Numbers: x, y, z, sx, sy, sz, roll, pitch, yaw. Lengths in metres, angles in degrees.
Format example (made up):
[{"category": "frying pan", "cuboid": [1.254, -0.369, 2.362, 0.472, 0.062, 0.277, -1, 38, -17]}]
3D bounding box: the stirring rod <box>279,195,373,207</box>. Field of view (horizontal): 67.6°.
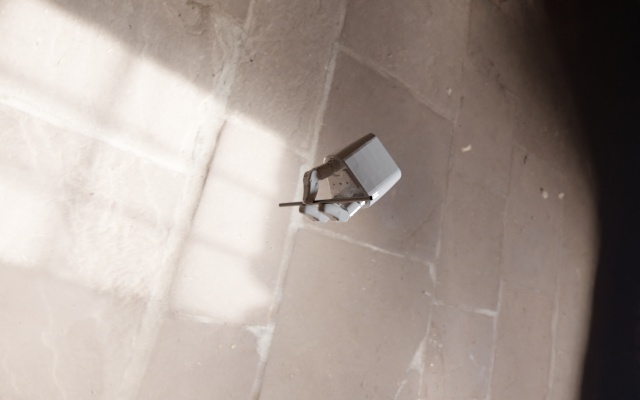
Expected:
[{"category": "stirring rod", "cuboid": [0.000, 0.003, 0.798, 0.011, 0.011, 0.239, 0, -3, -39]}]
